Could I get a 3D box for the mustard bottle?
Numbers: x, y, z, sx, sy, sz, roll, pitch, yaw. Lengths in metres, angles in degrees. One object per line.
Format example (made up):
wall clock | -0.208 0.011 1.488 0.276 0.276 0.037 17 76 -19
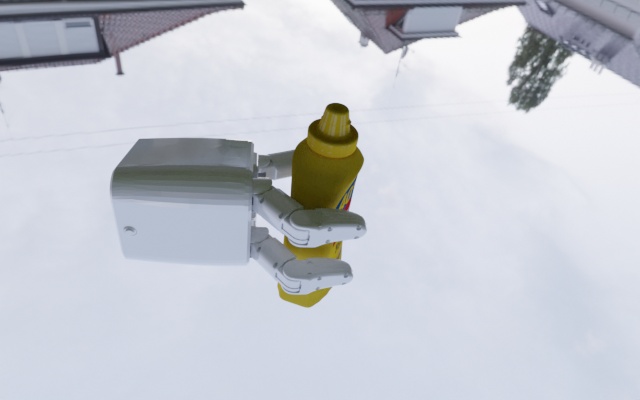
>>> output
mustard bottle | 0.000 0.002 0.425 0.058 0.192 0.096 18 41 10
